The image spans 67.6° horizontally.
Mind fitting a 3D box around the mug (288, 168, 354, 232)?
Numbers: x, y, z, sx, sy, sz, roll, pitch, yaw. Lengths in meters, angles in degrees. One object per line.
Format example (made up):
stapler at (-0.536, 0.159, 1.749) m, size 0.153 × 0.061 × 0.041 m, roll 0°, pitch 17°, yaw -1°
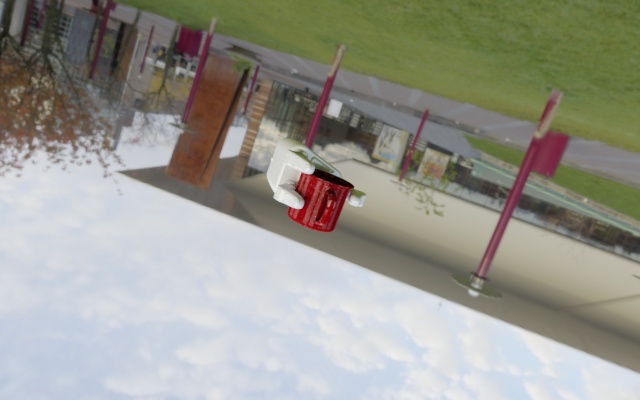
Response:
mug at (0.000, 0.003, 0.751) m, size 0.093 × 0.081 × 0.117 m, roll 16°, pitch 12°, yaw -20°
